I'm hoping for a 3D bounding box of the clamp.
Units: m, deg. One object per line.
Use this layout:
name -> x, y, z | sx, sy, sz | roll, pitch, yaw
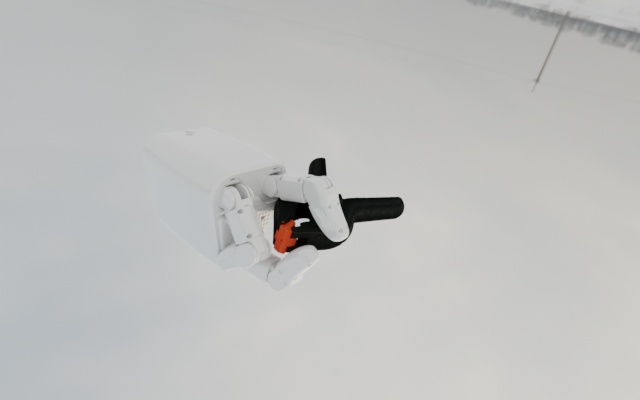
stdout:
clamp -> 0.000, 0.002, 0.492 | 0.120, 0.039, 0.171 | 29, 29, 29
